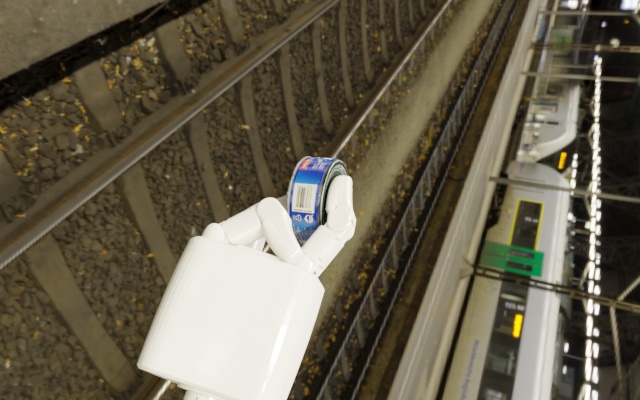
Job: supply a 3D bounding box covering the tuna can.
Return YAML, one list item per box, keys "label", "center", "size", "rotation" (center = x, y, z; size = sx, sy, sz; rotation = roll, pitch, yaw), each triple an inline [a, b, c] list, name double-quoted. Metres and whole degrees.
- label: "tuna can"
  center: [0.001, 0.001, 0.456]
  size: [0.034, 0.086, 0.086]
  rotation: [6, 2, 21]
